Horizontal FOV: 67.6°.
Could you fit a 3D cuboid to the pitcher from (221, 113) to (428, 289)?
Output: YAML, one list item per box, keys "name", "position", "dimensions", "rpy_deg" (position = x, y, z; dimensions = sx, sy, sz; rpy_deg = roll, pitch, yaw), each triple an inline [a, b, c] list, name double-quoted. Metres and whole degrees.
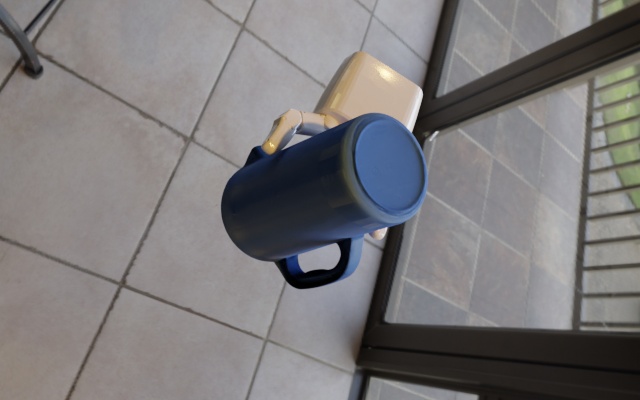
- name: "pitcher"
  position: [0.000, 0.002, 0.533]
  dimensions: [0.149, 0.145, 0.243]
  rpy_deg: [38, -30, -22]
